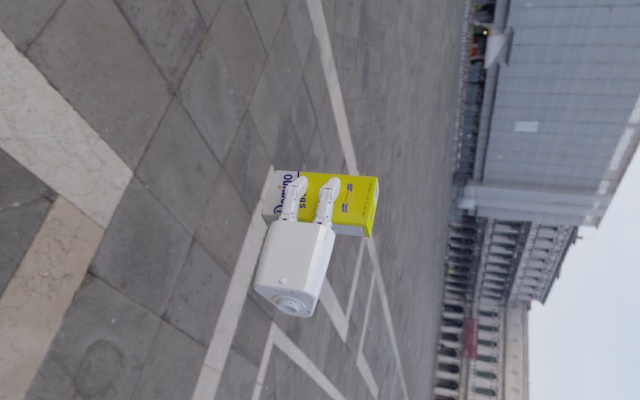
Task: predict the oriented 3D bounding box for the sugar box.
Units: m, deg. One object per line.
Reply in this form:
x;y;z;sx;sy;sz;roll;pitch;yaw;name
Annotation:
0.000;0.002;0.770;0.176;0.093;0.048;6;-33;16;sugar box
